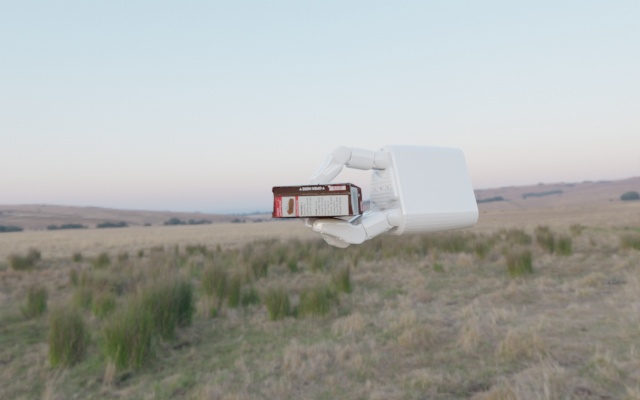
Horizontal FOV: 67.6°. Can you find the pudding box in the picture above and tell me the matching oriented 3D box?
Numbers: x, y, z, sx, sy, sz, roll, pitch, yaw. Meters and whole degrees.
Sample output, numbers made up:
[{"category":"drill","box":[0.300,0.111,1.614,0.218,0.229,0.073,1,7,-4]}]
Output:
[{"category":"pudding box","box":[0.000,0.002,0.558,0.090,0.039,0.113,-3,-3,10]}]
